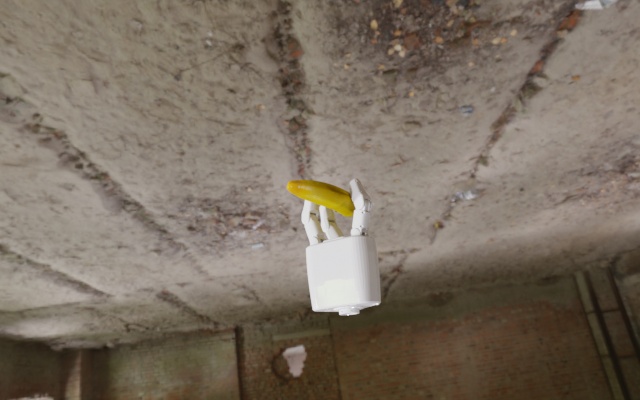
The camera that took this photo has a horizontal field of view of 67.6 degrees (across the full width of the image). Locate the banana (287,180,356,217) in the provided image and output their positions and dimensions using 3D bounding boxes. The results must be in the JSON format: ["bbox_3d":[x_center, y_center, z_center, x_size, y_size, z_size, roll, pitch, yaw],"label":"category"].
[{"bbox_3d":[0.018,0.001,0.794,0.069,0.037,0.198,-8,-17,24],"label":"banana"}]
